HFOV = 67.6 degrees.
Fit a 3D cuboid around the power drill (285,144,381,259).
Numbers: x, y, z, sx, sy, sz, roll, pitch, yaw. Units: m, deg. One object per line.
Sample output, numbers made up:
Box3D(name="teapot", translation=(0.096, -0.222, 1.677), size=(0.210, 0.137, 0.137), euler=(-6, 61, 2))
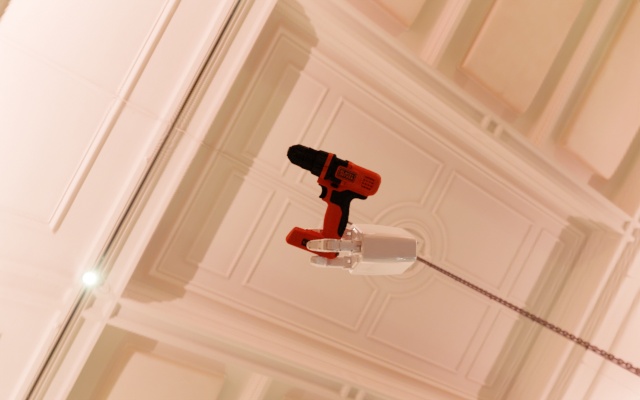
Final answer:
Box3D(name="power drill", translation=(0.000, 0.003, 0.899), size=(0.184, 0.188, 0.057), euler=(21, 9, 1))
